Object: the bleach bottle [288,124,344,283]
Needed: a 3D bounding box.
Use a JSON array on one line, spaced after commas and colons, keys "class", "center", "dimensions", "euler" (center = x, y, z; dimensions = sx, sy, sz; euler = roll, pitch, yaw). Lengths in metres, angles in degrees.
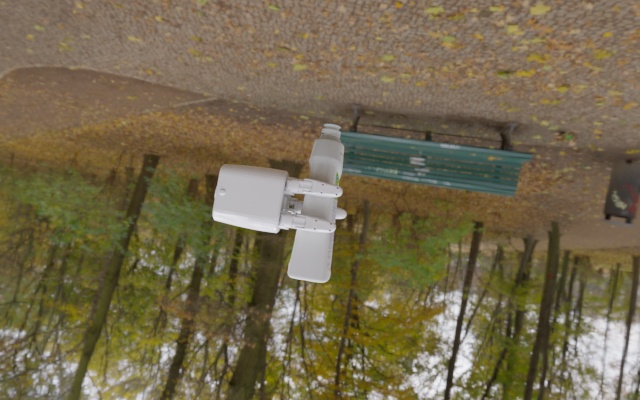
[{"class": "bleach bottle", "center": [0.000, 0.003, 0.779], "dimensions": [0.068, 0.251, 0.102], "euler": [9, -4, 4]}]
